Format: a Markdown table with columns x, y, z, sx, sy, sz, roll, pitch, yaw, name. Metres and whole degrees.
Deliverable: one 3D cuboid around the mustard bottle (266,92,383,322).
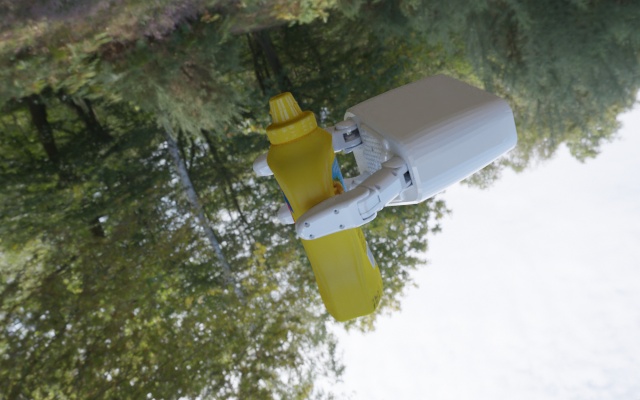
| x | y | z | sx | sy | sz | roll | pitch | yaw | name |
| --- | --- | --- | --- | --- | --- | --- | --- | --- | --- |
| 0.000 | 0.002 | 0.408 | 0.058 | 0.192 | 0.096 | -17 | 21 | 8 | mustard bottle |
